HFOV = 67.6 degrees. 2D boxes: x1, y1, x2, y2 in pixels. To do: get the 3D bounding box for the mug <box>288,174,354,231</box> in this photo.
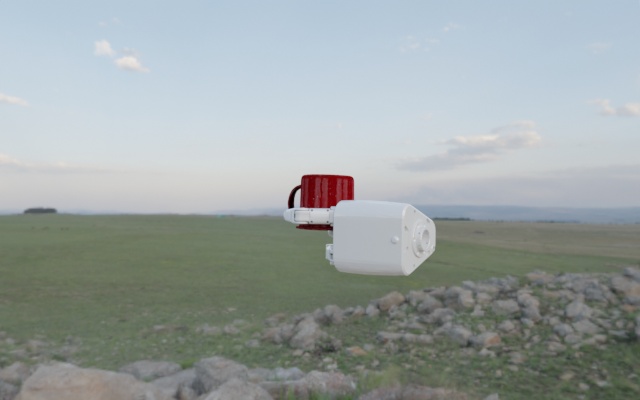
[{"bbox_3d":[-0.001,0.002,0.732,0.117,0.081,0.093,1,0,34],"label":"mug"}]
